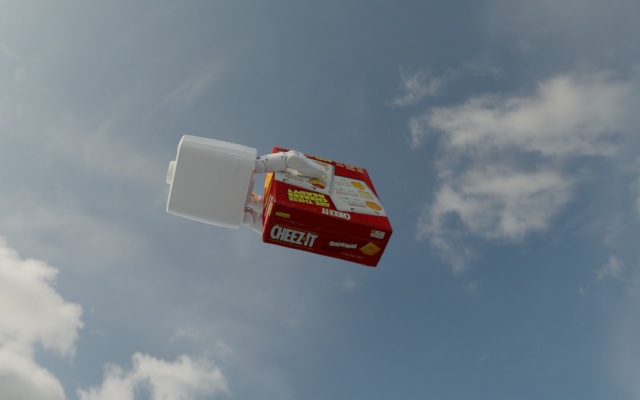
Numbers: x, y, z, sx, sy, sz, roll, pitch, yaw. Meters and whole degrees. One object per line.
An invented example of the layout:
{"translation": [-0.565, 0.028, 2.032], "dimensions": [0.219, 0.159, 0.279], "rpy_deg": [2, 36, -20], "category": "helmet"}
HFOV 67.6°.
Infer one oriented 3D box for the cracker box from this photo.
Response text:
{"translation": [0.000, 0.002, 0.713], "dimensions": [0.164, 0.072, 0.213], "rpy_deg": [13, 24, -11], "category": "cracker box"}
